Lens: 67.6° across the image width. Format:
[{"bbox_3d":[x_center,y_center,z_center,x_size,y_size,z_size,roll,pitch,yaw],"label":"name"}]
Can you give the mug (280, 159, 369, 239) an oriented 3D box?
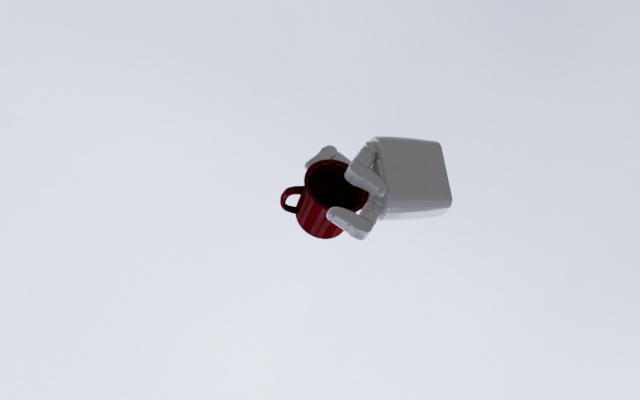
[{"bbox_3d":[-0.001,0.002,0.676,0.117,0.093,0.081,1,-35,-20],"label":"mug"}]
